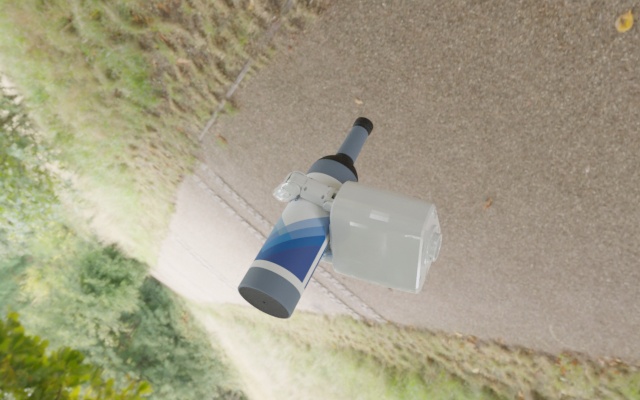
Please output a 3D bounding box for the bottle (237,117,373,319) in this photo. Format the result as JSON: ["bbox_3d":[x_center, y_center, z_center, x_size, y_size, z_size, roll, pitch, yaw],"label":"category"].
[{"bbox_3d":[0.000,0.002,0.595,0.069,0.295,0.069,21,-32,14],"label":"bottle"}]
